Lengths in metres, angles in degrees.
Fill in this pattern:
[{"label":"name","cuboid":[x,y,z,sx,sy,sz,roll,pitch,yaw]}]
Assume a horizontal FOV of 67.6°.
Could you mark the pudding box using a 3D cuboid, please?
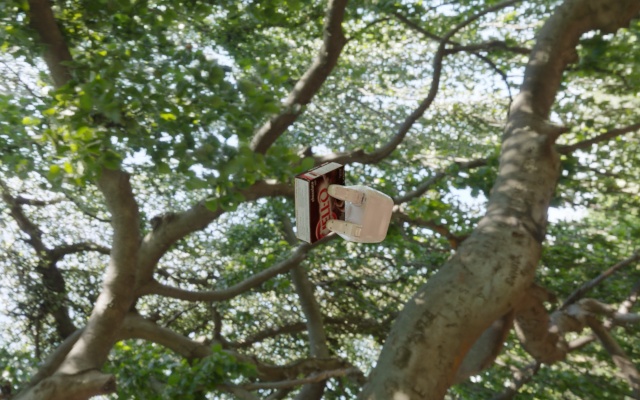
[{"label":"pudding box","cuboid":[0.000,0.002,0.774,0.039,0.113,0.090,15,29,36]}]
